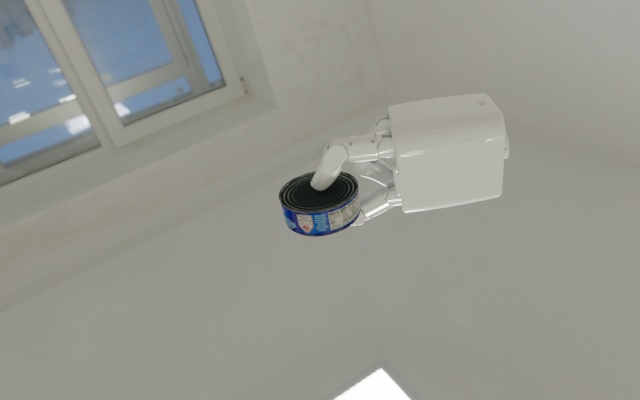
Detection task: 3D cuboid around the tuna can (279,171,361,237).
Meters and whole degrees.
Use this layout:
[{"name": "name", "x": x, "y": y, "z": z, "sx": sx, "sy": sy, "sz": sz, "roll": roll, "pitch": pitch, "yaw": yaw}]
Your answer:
[{"name": "tuna can", "x": 0.000, "y": 0.002, "z": 0.516, "sx": 0.086, "sy": 0.034, "sz": 0.086, "roll": -8, "pitch": 31, "yaw": 5}]
